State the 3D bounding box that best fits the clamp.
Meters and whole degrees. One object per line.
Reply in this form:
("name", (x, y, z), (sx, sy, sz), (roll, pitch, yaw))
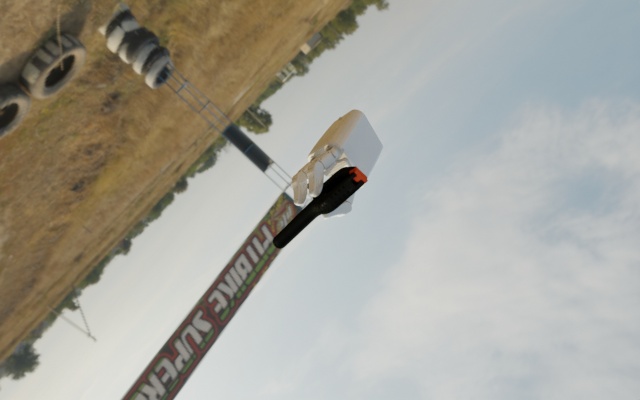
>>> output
("clamp", (0.001, 0.003, 0.824), (0.036, 0.164, 0.210), (41, -34, -16))
